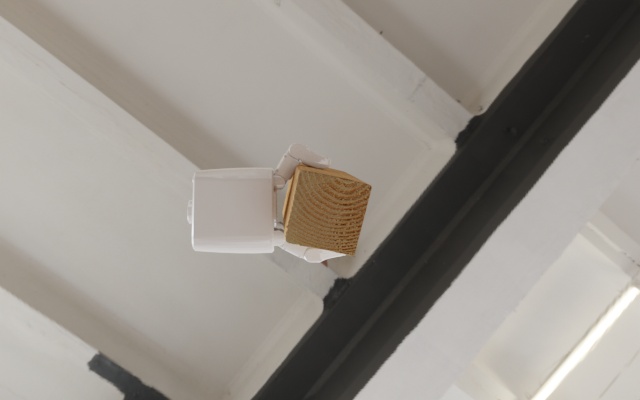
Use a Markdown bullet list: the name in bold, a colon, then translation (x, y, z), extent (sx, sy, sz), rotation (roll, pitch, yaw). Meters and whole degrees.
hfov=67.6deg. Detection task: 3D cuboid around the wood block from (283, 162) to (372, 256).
- **wood block**: translation (0.000, 0.002, 0.664), extent (0.090, 0.091, 0.206), rotation (12, 7, -7)
